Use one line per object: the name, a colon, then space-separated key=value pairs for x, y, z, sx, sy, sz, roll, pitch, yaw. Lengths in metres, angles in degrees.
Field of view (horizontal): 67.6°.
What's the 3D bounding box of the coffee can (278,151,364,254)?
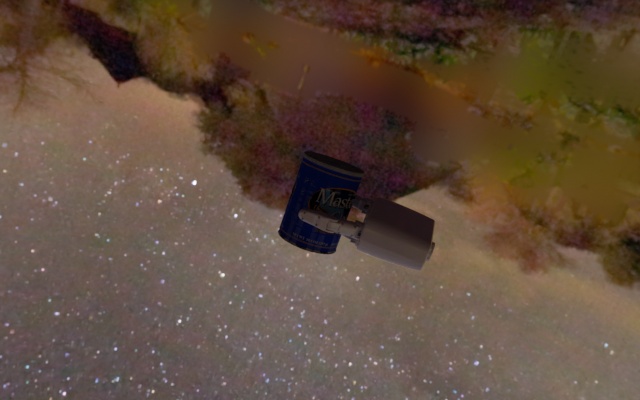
coffee can: x=0.000 y=0.002 z=0.779 sx=0.103 sy=0.140 sz=0.102 roll=18 pitch=12 yaw=-4
